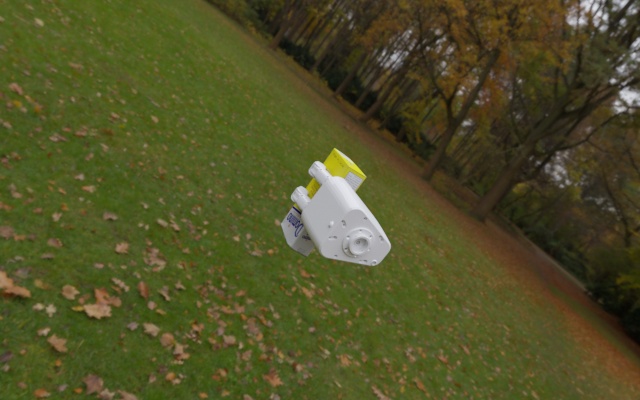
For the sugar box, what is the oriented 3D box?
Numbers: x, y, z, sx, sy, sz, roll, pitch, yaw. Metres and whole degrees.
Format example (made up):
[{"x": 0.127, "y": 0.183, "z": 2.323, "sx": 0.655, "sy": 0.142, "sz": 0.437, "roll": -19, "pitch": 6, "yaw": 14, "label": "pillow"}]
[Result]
[{"x": 0.000, "y": 0.002, "z": 0.838, "sx": 0.048, "sy": 0.176, "sz": 0.093, "roll": 32, "pitch": 13, "yaw": -26, "label": "sugar box"}]
